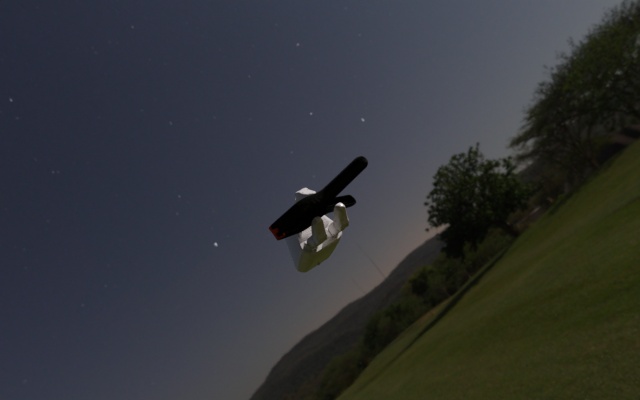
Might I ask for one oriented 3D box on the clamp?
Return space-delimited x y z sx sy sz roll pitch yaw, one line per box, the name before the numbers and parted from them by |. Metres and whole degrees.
clamp | -0.001 0.003 0.884 0.210 0.036 0.165 -29 -23 -26
